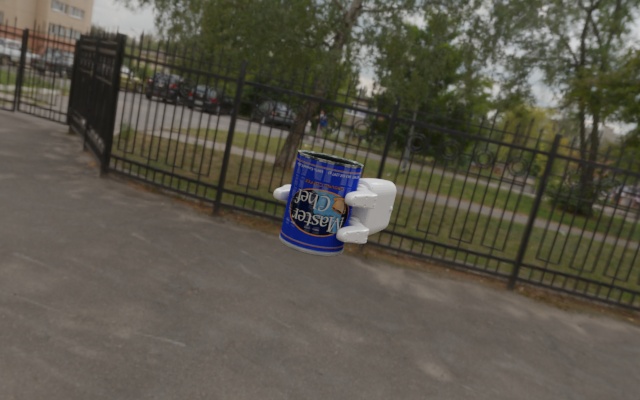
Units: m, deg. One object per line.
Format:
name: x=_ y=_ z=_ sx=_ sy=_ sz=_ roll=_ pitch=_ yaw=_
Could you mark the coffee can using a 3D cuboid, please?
coffee can: x=0.000 y=0.003 z=0.733 sx=0.103 sy=0.140 sz=0.103 roll=12 pitch=11 yaw=-2
